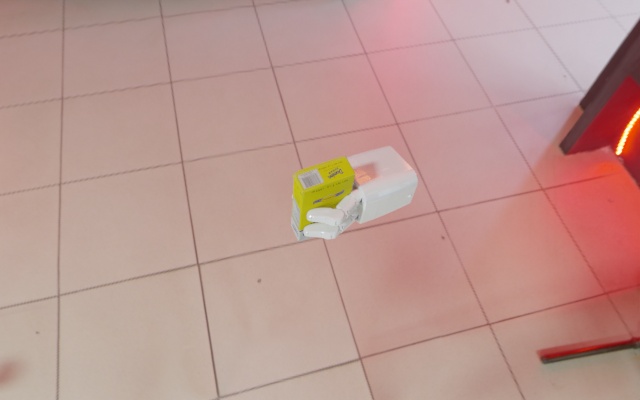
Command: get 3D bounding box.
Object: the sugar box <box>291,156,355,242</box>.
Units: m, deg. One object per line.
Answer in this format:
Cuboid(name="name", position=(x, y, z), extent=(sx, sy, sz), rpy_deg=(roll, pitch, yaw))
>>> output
Cuboid(name="sugar box", position=(0.000, 0.003, 0.810), extent=(0.093, 0.048, 0.176), rpy_deg=(-19, -29, -14))
